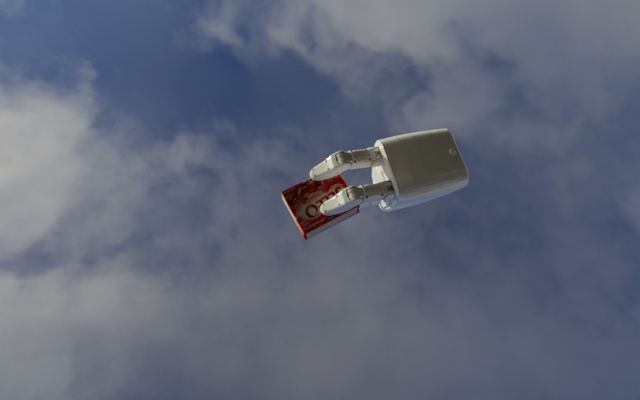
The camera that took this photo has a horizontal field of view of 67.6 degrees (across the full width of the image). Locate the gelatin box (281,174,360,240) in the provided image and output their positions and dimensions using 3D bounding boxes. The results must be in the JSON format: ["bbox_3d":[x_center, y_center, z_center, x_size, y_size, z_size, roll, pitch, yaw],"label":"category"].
[{"bbox_3d":[0.000,0.003,0.673,0.089,0.073,0.030,-27,-22,-8],"label":"gelatin box"}]
